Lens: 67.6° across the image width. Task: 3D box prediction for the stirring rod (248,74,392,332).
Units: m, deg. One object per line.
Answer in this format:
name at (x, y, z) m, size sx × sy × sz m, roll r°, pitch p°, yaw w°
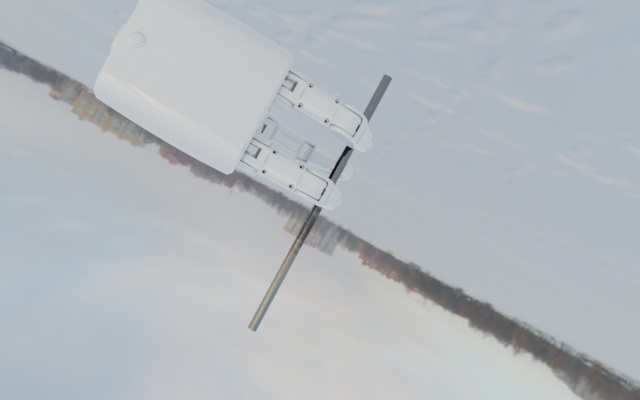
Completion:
stirring rod at (0.000, 0.001, 0.401) m, size 0.011 × 0.239 × 0.011 m, roll 28°, pitch -2°, yaw 1°
